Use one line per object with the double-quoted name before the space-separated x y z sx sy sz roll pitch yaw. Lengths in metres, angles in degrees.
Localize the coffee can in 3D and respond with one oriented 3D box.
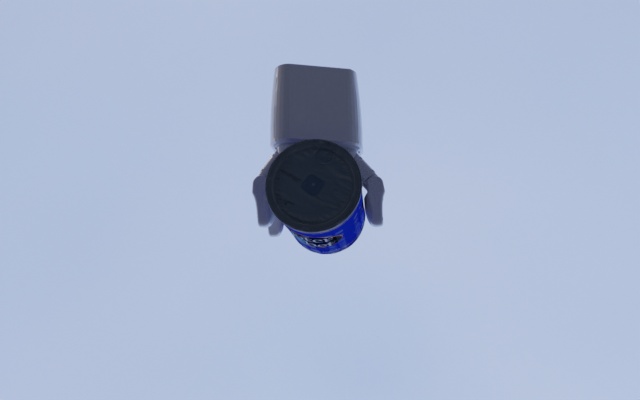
"coffee can" 0.000 0.002 0.563 0.103 0.102 0.140 0 -16 7
